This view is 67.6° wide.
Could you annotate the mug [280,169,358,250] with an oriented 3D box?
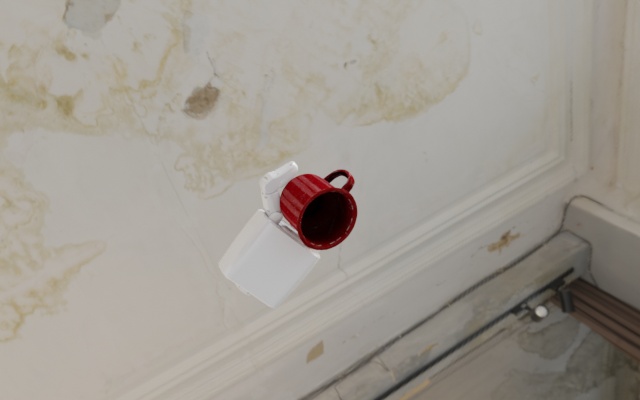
[{"bbox_3d":[0.001,0.001,0.679,0.093,0.117,0.081,40,0,-36],"label":"mug"}]
